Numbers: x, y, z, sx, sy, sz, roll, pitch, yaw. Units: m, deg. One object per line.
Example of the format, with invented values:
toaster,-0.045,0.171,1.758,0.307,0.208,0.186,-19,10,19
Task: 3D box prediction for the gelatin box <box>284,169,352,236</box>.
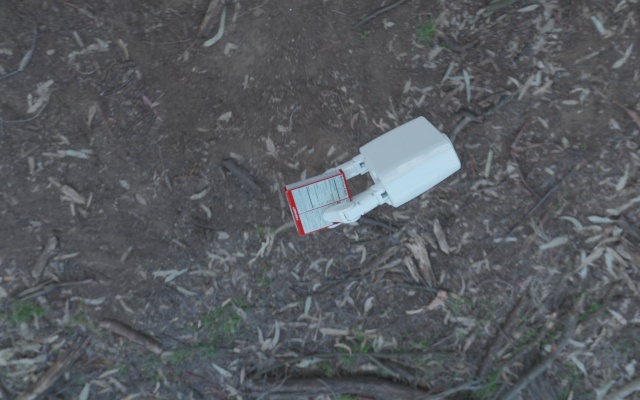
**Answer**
gelatin box,0.000,0.003,0.691,0.089,0.073,0.030,-19,20,-5
